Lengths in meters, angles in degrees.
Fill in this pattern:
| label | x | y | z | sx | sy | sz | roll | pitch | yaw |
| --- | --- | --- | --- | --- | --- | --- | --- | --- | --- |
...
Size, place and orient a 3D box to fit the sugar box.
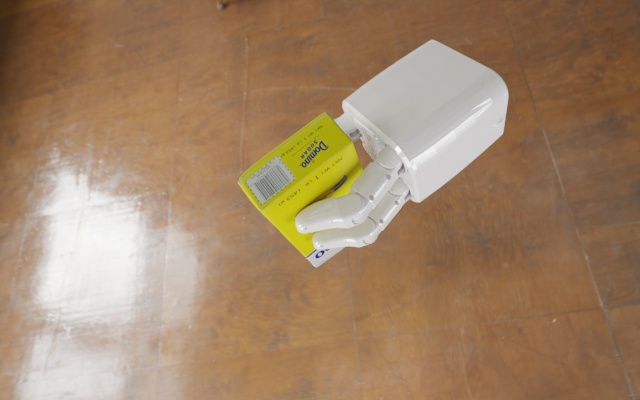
| label | x | y | z | sx | sy | sz | roll | pitch | yaw |
| --- | --- | --- | --- | --- | --- | --- | --- | --- | --- |
| sugar box | 0.000 | 0.002 | 0.453 | 0.093 | 0.048 | 0.176 | -37 | -29 | -1 |
